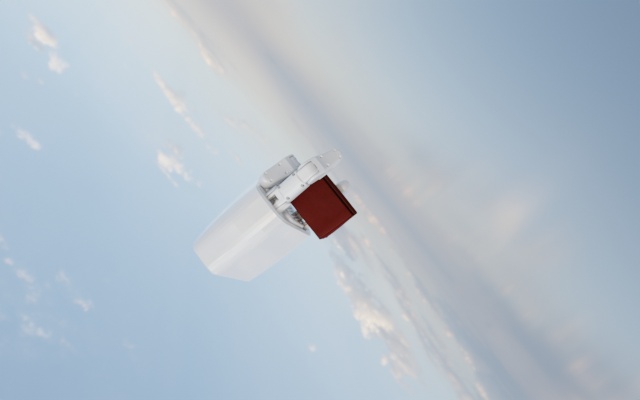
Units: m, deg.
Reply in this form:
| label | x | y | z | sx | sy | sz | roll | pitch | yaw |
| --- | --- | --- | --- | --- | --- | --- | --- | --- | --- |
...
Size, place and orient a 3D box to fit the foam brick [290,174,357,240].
| label | x | y | z | sx | sy | sz | roll | pitch | yaw |
| --- | --- | --- | --- | --- | --- | --- | --- | --- | --- |
| foam brick | 0.000 | 0.002 | 0.576 | 0.051 | 0.078 | 0.053 | -40 | -8 | 7 |
